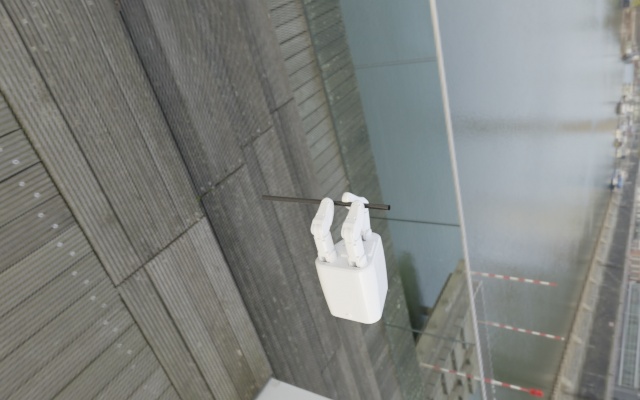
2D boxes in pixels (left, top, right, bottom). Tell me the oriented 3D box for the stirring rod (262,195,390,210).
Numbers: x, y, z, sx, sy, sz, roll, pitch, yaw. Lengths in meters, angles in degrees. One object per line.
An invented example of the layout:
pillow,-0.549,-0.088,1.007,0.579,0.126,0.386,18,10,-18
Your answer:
stirring rod,0.000,0.002,0.757,0.239,0.011,0.011,5,2,34
